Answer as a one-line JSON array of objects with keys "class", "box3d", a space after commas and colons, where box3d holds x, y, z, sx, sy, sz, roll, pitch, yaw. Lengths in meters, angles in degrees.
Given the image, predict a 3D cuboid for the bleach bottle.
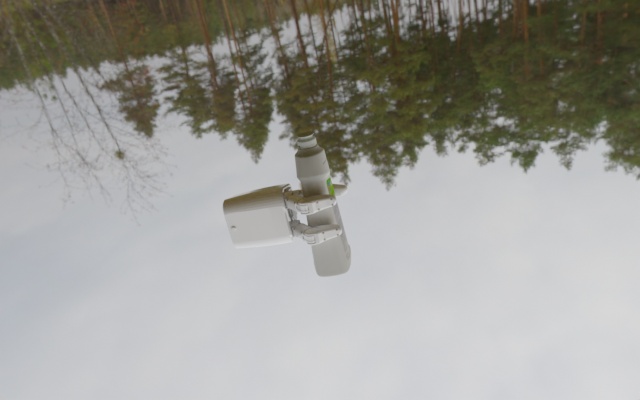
[{"class": "bleach bottle", "box3d": [0.000, 0.003, 0.826, 0.068, 0.251, 0.102, -9, 23, 6]}]
